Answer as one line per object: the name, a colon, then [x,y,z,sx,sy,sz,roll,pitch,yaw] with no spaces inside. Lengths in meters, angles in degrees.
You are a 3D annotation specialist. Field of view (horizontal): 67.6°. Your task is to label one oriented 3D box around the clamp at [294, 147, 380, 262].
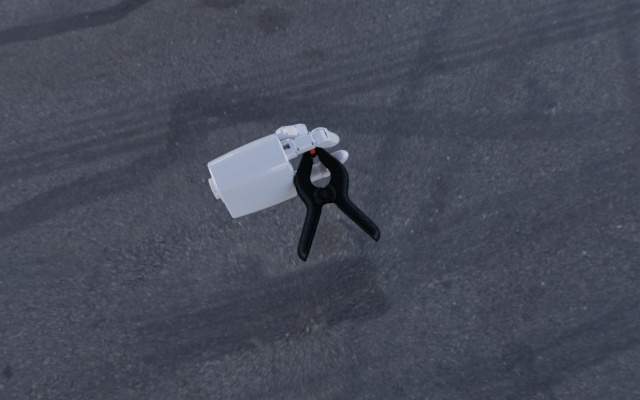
clamp: [0.000,0.002,0.691,0.120,0.171,0.039,-23,-12,-6]
